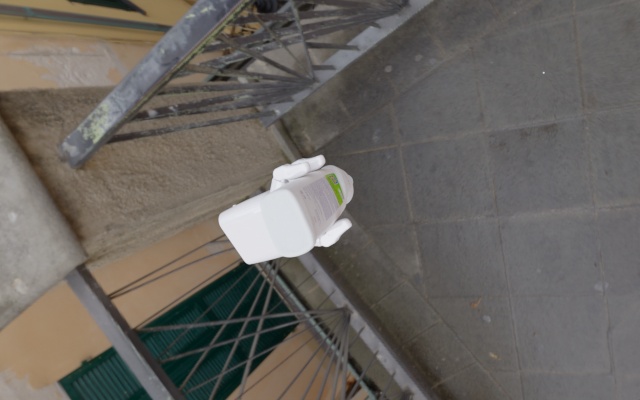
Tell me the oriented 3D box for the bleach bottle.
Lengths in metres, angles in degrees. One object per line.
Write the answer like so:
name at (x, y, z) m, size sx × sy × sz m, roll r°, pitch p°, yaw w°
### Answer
bleach bottle at (0.000, 0.002, 0.781) m, size 0.068 × 0.102 × 0.250 m, roll -20°, pitch 5°, yaw 28°
